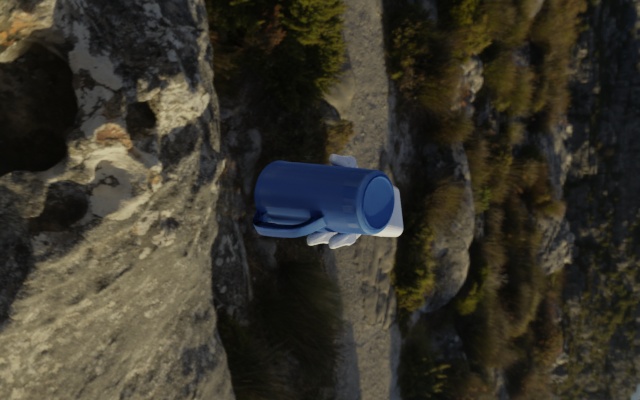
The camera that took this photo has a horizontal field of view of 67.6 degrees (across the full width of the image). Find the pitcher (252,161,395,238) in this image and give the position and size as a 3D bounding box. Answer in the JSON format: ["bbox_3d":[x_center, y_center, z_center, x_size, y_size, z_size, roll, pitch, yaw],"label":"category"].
[{"bbox_3d":[0.000,0.003,0.852,0.243,0.149,0.145,5,-6,42],"label":"pitcher"}]
